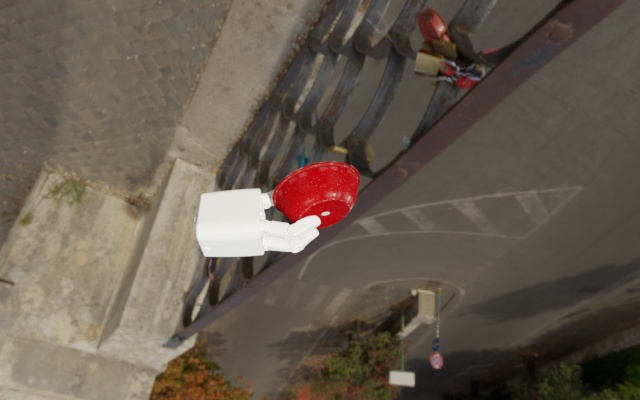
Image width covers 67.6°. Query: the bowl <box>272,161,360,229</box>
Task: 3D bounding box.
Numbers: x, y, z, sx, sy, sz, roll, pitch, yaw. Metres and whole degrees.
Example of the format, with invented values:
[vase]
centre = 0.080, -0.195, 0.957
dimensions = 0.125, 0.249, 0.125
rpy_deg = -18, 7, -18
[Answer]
[bowl]
centre = 0.002, 0.003, 0.833
dimensions = 0.162, 0.055, 0.162
rpy_deg = -13, -31, -8
